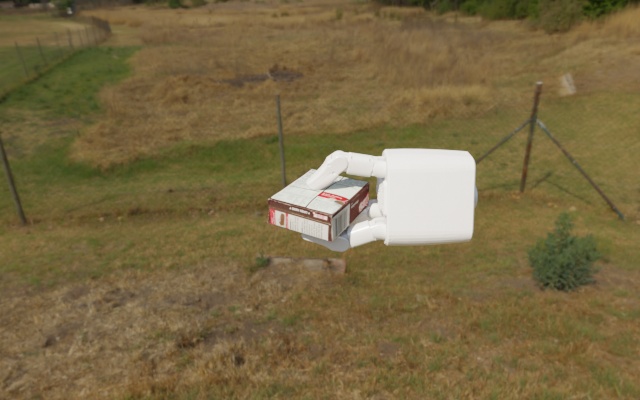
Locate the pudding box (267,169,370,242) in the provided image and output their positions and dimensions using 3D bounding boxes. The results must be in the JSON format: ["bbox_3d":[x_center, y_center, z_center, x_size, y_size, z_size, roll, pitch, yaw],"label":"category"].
[{"bbox_3d":[0.000,0.002,0.601,0.090,0.039,0.113,14,28,24],"label":"pudding box"}]
